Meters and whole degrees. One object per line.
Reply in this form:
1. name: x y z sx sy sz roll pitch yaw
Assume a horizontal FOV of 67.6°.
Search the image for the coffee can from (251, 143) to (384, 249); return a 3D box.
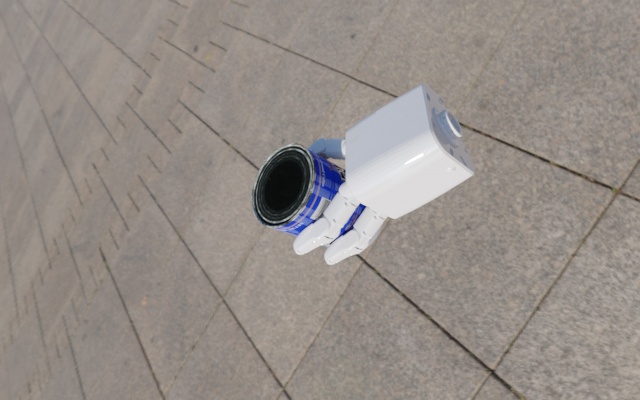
1. coffee can: 0.000 0.002 0.596 0.103 0.102 0.140 0 -17 43
